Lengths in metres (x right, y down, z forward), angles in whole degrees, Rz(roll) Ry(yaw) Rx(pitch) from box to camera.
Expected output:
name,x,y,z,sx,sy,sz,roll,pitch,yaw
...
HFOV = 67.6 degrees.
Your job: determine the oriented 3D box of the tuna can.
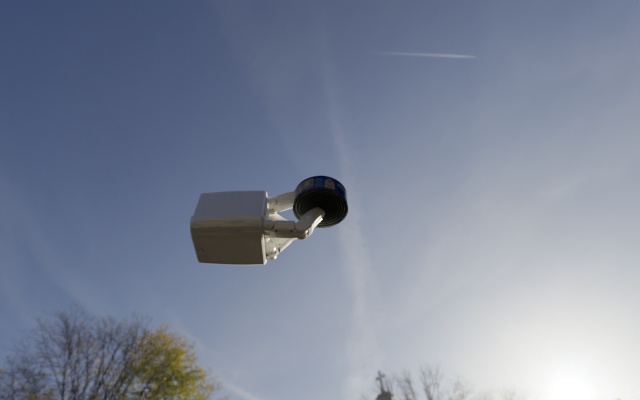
name,x,y,z,sx,sy,sz,roll,pitch,yaw
tuna can,0.000,0.002,0.745,0.086,0.086,0.033,1,45,1
